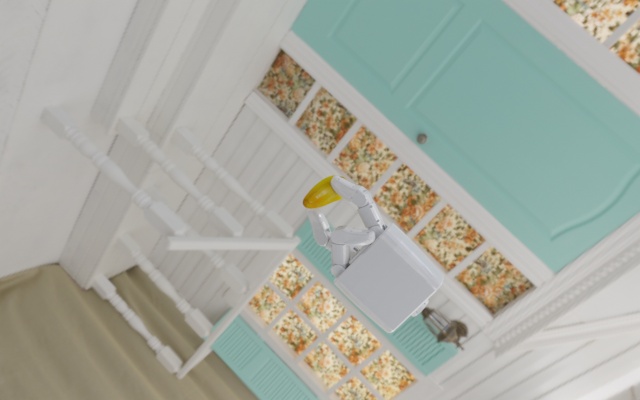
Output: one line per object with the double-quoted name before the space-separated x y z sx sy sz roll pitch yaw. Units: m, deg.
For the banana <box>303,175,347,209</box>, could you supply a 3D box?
"banana" 0.014 -0.011 0.732 0.069 0.037 0.198 -45 -4 2
